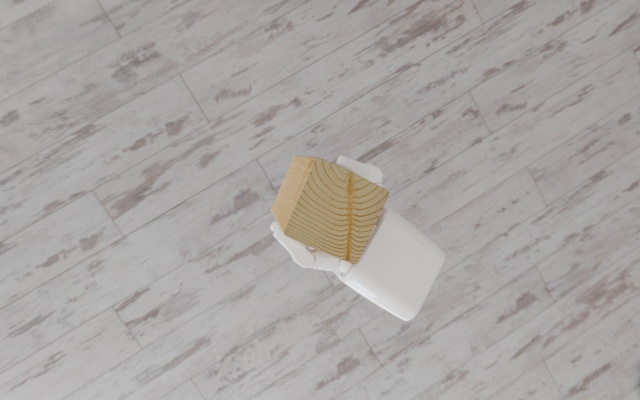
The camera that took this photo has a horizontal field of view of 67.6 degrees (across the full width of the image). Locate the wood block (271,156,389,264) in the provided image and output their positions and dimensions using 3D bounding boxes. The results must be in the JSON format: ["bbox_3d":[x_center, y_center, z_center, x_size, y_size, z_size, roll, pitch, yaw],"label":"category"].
[{"bbox_3d":[0.001,0.002,0.602,0.090,0.091,0.206,24,1,-11],"label":"wood block"}]
